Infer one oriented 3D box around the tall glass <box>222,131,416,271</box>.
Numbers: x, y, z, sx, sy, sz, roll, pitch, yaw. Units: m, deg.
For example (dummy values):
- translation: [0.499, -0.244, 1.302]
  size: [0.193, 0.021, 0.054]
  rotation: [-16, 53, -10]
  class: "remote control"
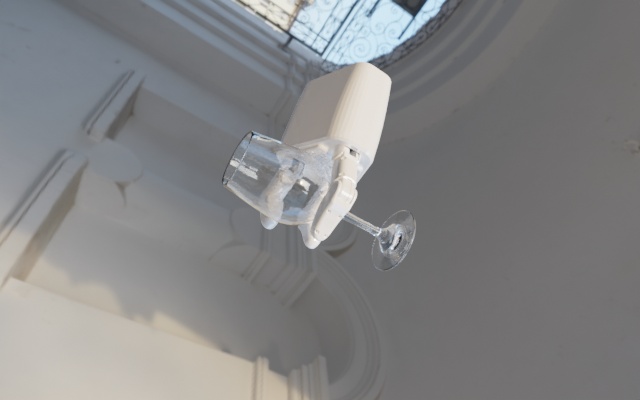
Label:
- translation: [0.001, 0.002, 0.503]
  size: [0.201, 0.079, 0.079]
  rotation: [27, -11, -21]
  class: "tall glass"
